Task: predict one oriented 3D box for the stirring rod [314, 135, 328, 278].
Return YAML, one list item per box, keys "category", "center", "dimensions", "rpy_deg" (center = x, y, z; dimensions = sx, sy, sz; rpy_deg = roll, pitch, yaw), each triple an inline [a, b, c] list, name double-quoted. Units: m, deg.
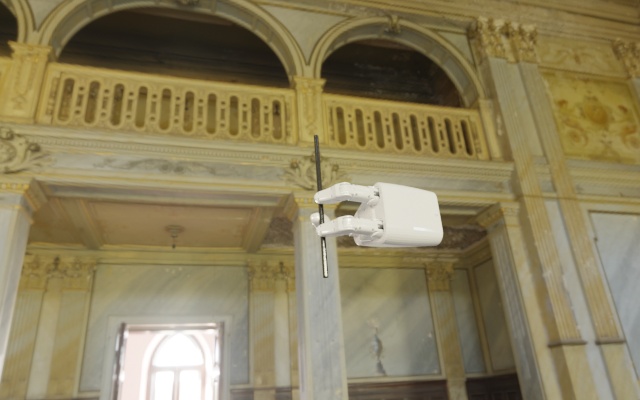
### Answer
- category: "stirring rod"
  center: [0.000, 0.003, 0.745]
  dimensions: [0.011, 0.239, 0.011]
  rpy_deg: [-3, -24, -1]
